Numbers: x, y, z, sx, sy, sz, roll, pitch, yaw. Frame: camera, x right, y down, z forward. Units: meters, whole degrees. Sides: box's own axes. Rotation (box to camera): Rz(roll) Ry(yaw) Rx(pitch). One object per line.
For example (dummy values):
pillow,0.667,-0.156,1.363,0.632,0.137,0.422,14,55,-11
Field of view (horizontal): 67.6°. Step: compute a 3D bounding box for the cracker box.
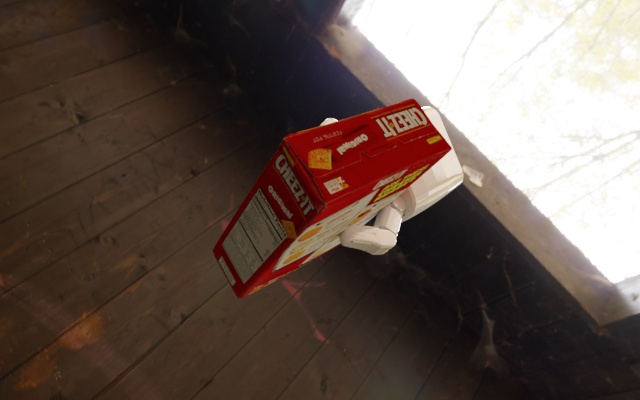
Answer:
cracker box,0.000,0.002,0.476,0.164,0.072,0.214,-24,-15,-37
